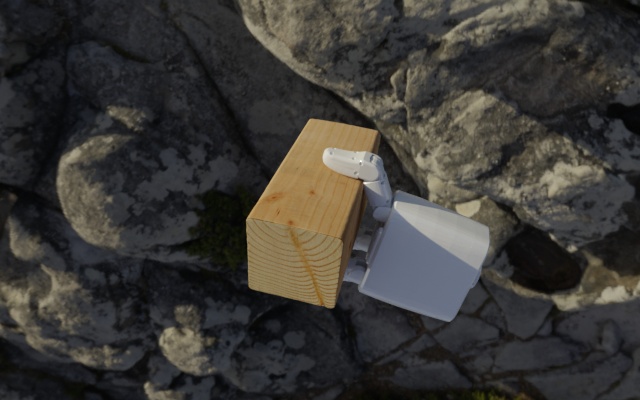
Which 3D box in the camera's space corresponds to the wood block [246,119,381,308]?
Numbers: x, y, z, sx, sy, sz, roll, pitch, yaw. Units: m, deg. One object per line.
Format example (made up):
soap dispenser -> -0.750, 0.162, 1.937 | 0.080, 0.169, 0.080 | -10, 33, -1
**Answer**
wood block -> 0.000, 0.002, 0.516 | 0.090, 0.091, 0.206 | 12, 37, 9
